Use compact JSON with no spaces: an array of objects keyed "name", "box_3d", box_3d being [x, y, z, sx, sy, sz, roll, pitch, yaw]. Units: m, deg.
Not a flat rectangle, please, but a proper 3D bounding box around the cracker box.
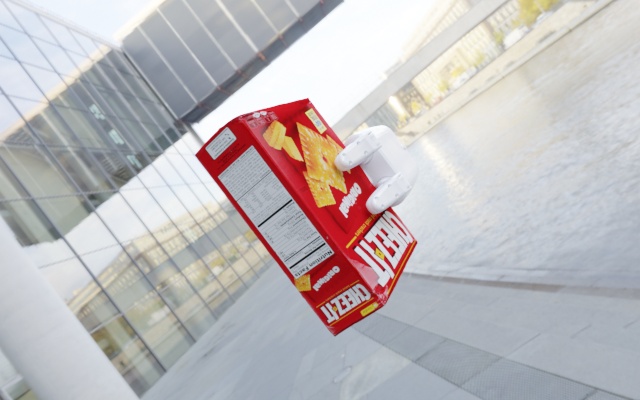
[{"name":"cracker box","box_3d":[0.000,0.002,0.492,0.072,0.213,0.164,-38,-1,27]}]
